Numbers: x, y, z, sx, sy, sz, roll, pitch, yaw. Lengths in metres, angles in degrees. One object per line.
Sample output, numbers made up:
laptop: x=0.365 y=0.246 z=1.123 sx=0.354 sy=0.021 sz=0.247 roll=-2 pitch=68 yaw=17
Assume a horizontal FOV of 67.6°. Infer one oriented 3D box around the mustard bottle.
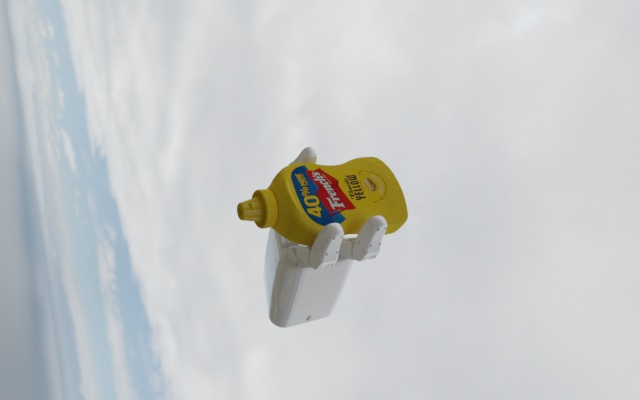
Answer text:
mustard bottle: x=0.000 y=0.001 z=0.529 sx=0.191 sy=0.096 sz=0.058 roll=-7 pitch=-28 yaw=-30
